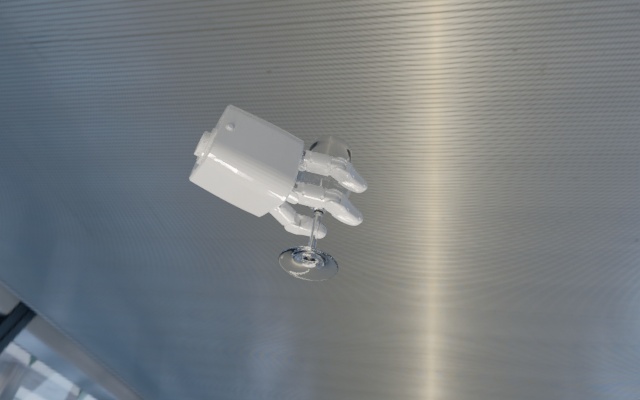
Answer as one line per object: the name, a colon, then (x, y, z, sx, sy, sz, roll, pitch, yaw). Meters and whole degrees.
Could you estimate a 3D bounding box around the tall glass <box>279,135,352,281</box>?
tall glass: (0.000, 0.003, 0.643, 0.079, 0.201, 0.079, 7, -39, 6)
